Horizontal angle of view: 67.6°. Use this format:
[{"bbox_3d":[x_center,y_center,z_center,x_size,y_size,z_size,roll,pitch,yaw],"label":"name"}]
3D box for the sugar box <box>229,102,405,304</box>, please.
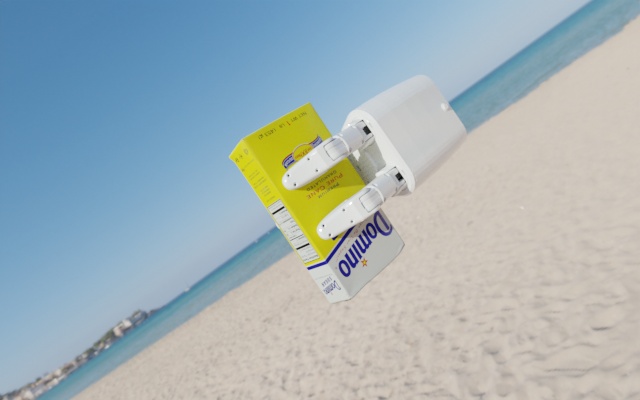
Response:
[{"bbox_3d":[0.000,0.001,0.465,0.093,0.176,0.048,-37,1,-34],"label":"sugar box"}]
